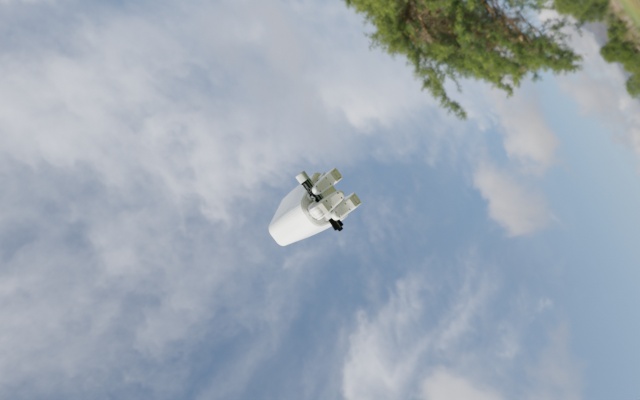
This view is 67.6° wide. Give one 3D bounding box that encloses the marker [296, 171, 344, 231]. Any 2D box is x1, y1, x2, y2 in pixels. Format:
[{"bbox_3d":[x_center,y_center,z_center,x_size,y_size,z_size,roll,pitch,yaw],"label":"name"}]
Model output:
[{"bbox_3d":[0.000,0.003,0.820,0.020,0.121,0.020,-36,4,3],"label":"marker"}]
